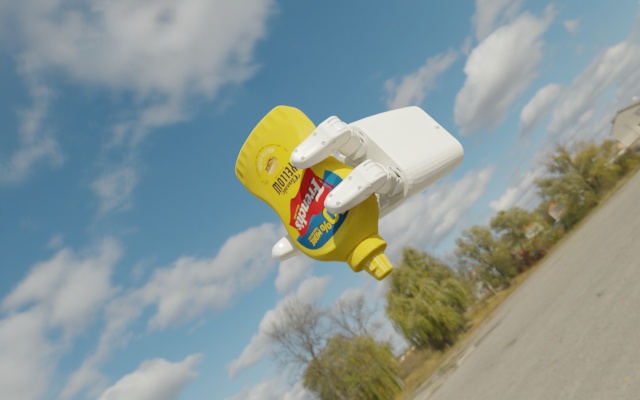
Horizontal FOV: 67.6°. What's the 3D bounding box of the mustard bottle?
[{"bbox_3d":[0.000,0.001,0.467,0.191,0.096,0.058,48,24,21],"label":"mustard bottle"}]
